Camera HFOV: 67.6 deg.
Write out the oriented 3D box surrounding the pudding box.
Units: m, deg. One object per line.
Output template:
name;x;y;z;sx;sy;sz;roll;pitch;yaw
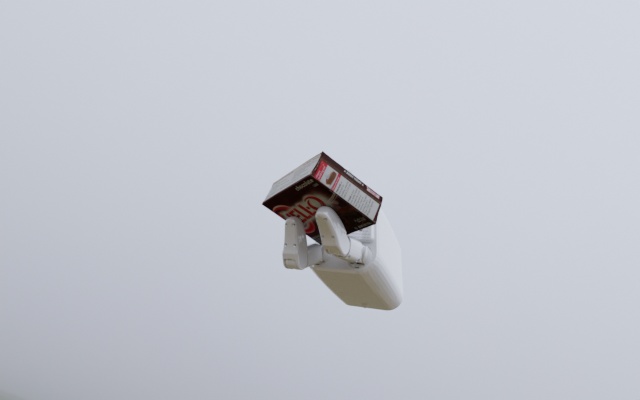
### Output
pudding box;0.000;0.002;0.529;0.090;0.039;0.113;35;-34;-19
